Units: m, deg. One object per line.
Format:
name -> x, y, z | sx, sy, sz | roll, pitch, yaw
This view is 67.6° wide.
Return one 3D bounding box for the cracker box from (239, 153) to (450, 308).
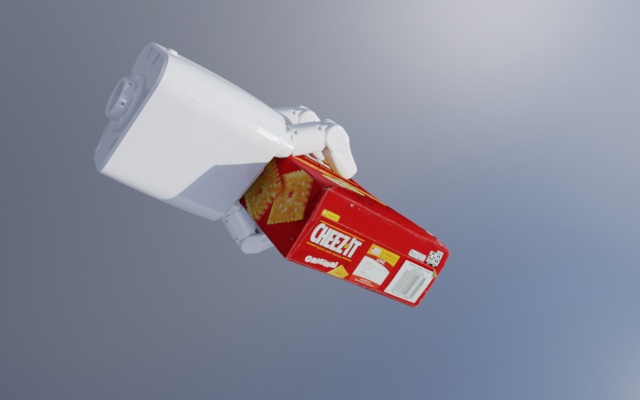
cracker box -> 0.000, 0.002, 0.471 | 0.164, 0.072, 0.213 | 26, 10, -36
